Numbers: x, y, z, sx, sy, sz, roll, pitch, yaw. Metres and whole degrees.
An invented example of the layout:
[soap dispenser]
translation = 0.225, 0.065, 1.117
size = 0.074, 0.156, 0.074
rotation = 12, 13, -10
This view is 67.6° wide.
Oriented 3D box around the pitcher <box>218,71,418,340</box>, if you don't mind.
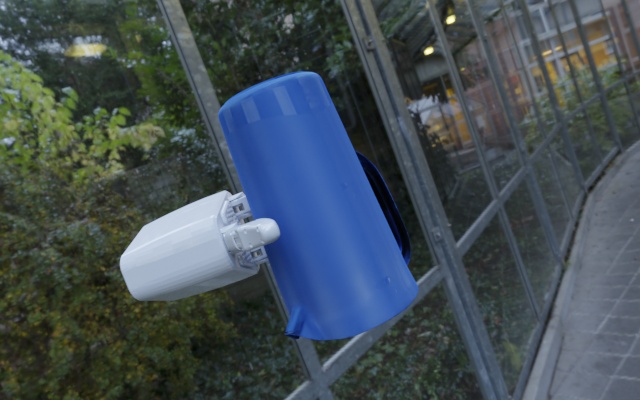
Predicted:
[pitcher]
translation = 0.000, 0.002, 0.480
size = 0.145, 0.243, 0.149
rotation = -21, 4, 6
